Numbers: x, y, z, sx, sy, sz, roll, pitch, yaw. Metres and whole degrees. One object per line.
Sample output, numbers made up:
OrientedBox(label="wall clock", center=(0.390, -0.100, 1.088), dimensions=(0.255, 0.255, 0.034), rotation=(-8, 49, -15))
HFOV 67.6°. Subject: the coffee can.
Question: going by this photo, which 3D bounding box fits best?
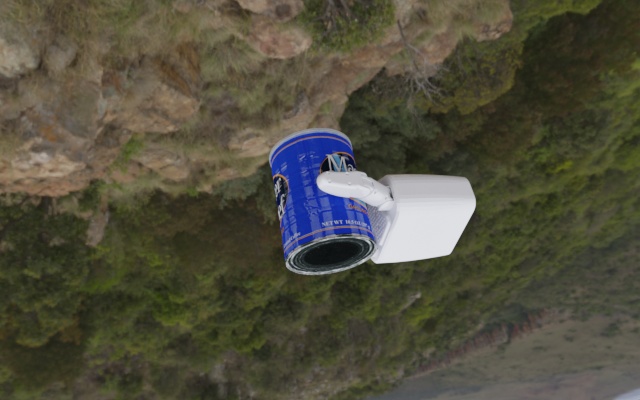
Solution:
OrientedBox(label="coffee can", center=(0.000, 0.002, 0.555), dimensions=(0.103, 0.140, 0.103), rotation=(-9, -28, -5))
